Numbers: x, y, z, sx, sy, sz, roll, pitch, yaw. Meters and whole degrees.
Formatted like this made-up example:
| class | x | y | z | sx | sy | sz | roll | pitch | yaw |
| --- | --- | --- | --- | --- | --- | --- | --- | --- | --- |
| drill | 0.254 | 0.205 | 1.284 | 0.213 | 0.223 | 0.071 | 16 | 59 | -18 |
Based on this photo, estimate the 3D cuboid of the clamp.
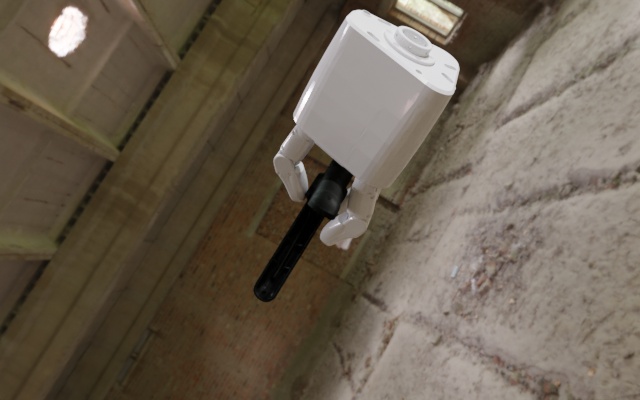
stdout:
| class | x | y | z | sx | sy | sz | roll | pitch | yaw |
| --- | --- | --- | --- | --- | --- | --- | --- | --- | --- |
| clamp | 0.000 | 0.001 | 0.495 | 0.036 | 0.165 | 0.210 | 33 | 38 | -3 |
